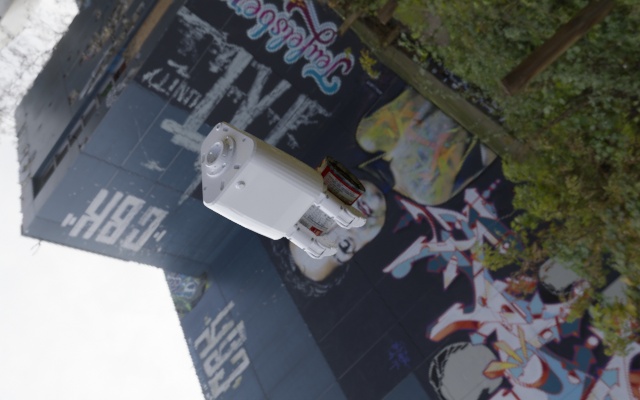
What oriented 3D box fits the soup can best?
[{"bbox_3d":[0.000,0.002,0.623,0.068,0.102,0.068,39,14,-12],"label":"soup can"}]
